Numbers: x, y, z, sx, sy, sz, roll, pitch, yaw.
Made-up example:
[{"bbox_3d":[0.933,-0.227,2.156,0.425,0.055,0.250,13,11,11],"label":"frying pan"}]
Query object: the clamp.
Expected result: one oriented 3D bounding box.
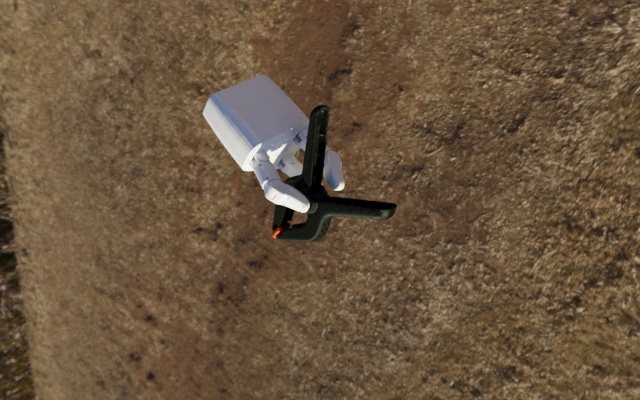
[{"bbox_3d":[-0.001,0.002,0.635,0.036,0.164,0.210,-21,-23,-45],"label":"clamp"}]
